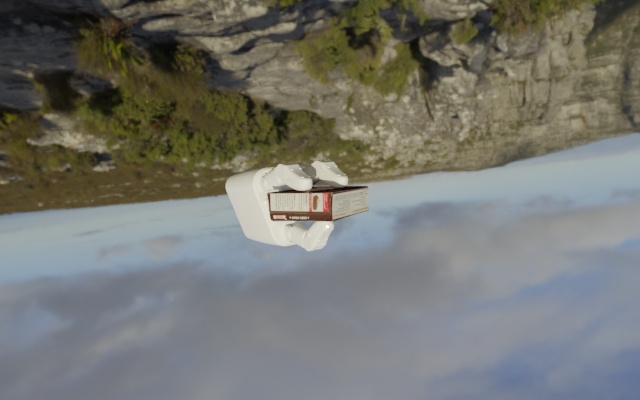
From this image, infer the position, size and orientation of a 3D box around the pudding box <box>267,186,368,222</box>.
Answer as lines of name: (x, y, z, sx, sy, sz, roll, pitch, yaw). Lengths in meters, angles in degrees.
pudding box: (0.000, 0.002, 0.607, 0.090, 0.039, 0.113, -1, 7, 27)
